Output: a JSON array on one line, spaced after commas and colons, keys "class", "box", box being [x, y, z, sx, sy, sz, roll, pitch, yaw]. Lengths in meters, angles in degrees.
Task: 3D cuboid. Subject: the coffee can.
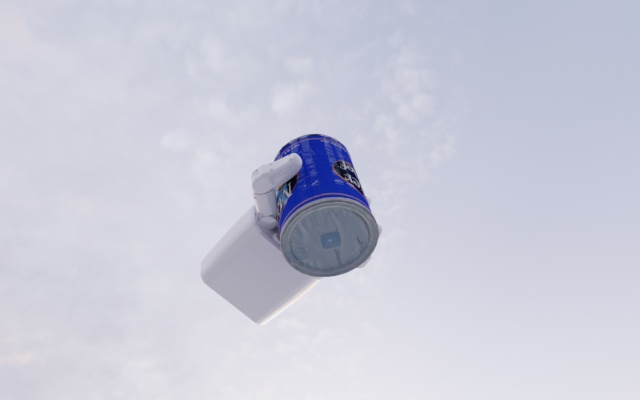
[{"class": "coffee can", "box": [0.000, 0.002, 0.543, 0.103, 0.103, 0.140, 0, 35, -10]}]
